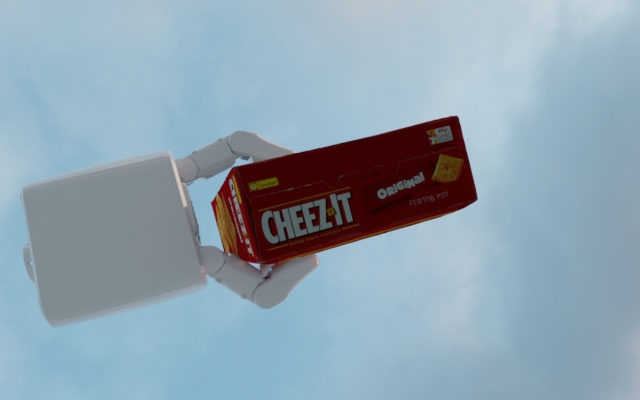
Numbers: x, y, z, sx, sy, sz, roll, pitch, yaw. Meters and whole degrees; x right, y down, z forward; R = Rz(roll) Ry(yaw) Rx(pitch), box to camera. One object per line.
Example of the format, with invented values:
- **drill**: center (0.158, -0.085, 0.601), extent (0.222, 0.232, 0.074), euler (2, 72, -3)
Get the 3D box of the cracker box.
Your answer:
- **cracker box**: center (0.000, 0.001, 0.408), extent (0.164, 0.072, 0.214), euler (-15, 0, -17)
